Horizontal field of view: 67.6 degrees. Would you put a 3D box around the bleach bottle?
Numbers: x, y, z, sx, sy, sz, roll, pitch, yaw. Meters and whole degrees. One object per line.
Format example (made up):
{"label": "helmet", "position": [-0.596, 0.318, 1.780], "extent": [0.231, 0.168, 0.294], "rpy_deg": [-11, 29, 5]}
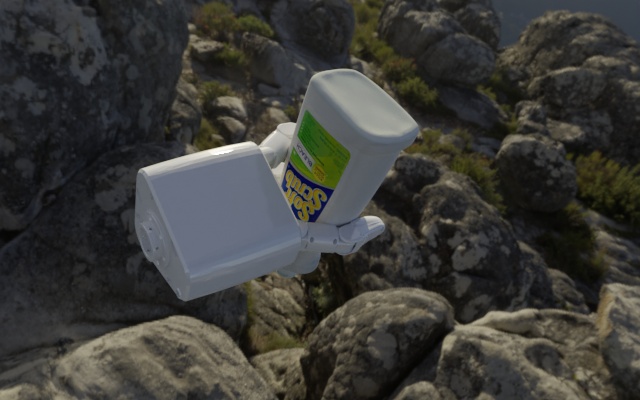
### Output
{"label": "bleach bottle", "position": [0.000, 0.001, 0.478], "extent": [0.068, 0.102, 0.251], "rpy_deg": [-19, -33, -36]}
